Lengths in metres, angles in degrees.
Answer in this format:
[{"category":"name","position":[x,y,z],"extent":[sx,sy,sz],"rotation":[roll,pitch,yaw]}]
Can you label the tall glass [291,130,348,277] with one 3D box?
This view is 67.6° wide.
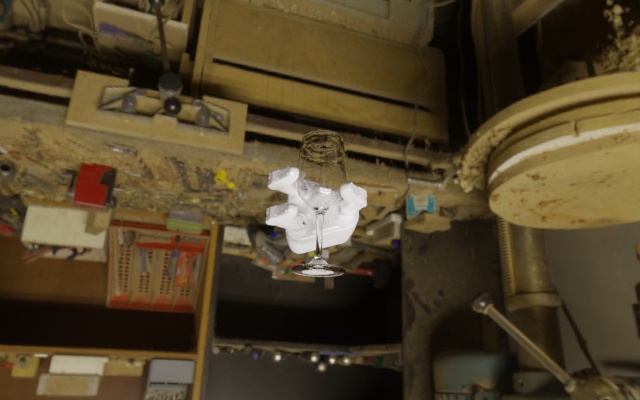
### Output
[{"category":"tall glass","position":[0.000,0.003,0.678],"extent":[0.079,0.201,0.079],"rotation":[2,-20,1]}]
